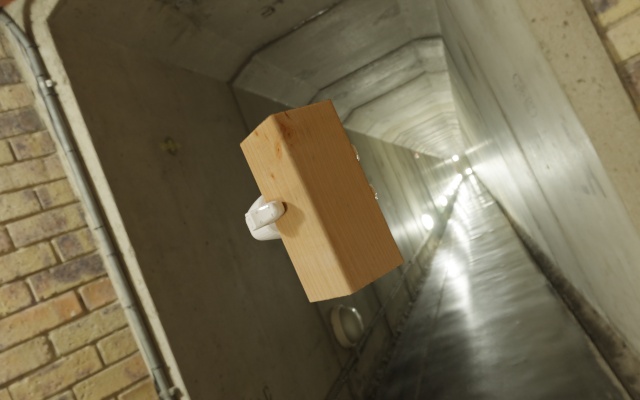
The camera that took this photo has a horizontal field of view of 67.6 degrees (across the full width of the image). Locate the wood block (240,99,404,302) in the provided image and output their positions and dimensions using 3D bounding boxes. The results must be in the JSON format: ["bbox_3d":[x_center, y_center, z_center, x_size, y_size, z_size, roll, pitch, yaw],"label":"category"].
[{"bbox_3d":[0.000,0.002,0.556,0.091,0.206,0.090,-23,-2,-36],"label":"wood block"}]
